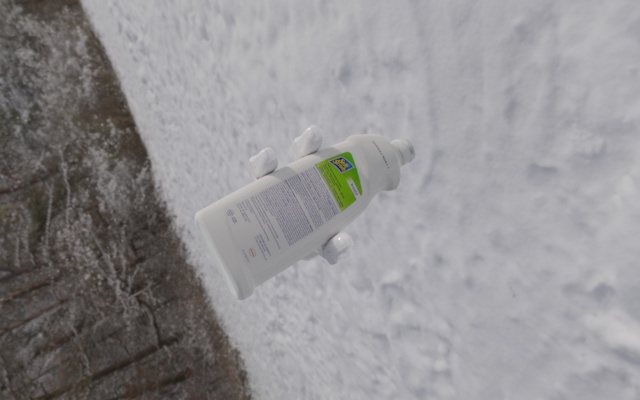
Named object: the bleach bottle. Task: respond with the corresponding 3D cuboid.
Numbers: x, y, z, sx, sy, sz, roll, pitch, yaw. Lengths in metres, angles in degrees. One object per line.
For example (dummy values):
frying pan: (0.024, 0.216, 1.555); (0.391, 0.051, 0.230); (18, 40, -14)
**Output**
bleach bottle: (0.000, 0.002, 0.515); (0.251, 0.102, 0.068); (-27, 0, -19)
